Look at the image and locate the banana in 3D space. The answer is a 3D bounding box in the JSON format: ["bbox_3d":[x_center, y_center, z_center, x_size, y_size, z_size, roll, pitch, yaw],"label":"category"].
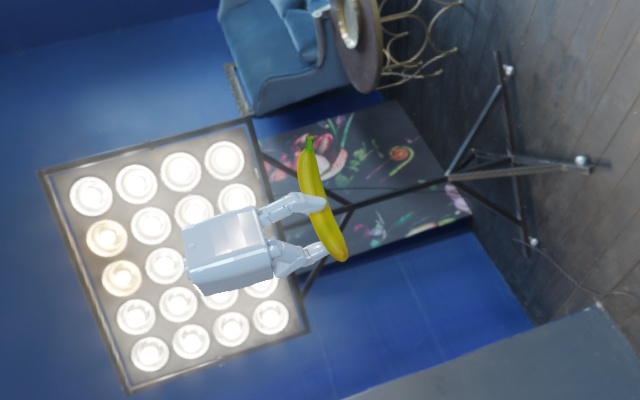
[{"bbox_3d":[-0.003,0.004,0.729,0.037,0.197,0.070,-16,-14,-10],"label":"banana"}]
